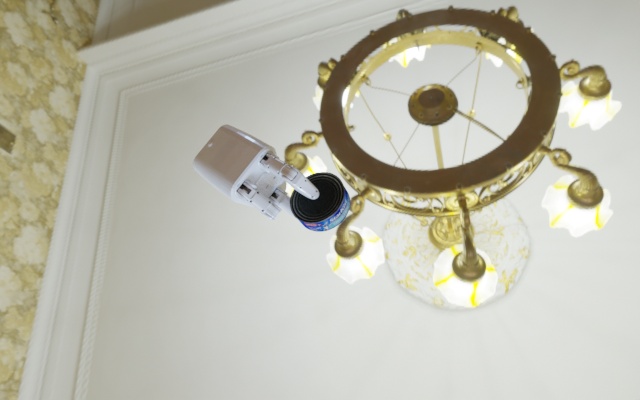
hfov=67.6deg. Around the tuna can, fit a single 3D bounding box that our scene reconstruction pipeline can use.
[{"bbox_3d":[0.000,0.003,0.705,0.086,0.086,0.034,0,-29,24],"label":"tuna can"}]
